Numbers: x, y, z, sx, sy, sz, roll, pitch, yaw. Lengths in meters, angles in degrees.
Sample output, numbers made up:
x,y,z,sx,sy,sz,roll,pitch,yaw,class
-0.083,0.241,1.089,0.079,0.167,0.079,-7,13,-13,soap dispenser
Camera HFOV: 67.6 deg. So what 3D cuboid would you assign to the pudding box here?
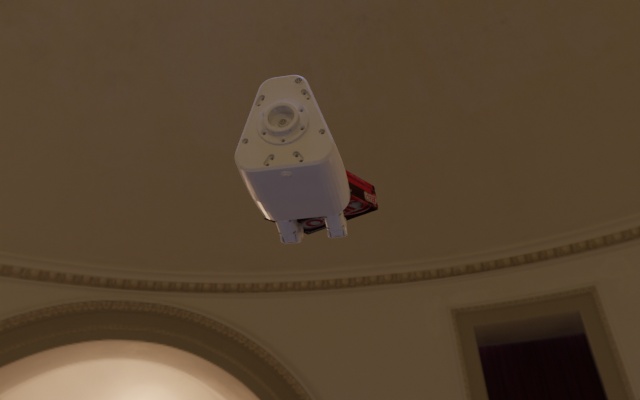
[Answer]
x,y,z,sx,sy,sz,roll,pitch,yaw,class
0.000,0.002,0.585,0.113,0.039,0.090,-20,-28,32,pudding box
